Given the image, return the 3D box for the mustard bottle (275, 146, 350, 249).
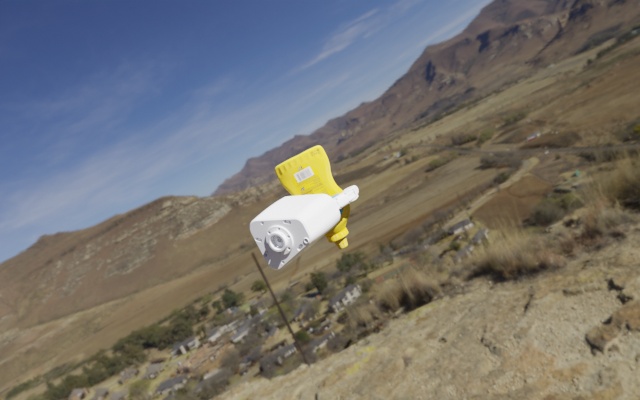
[{"bbox_3d":[0.000,0.003,0.878,0.096,0.191,0.058,-26,7,9],"label":"mustard bottle"}]
